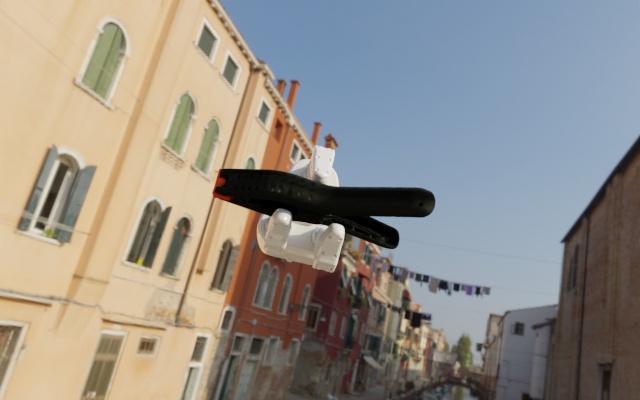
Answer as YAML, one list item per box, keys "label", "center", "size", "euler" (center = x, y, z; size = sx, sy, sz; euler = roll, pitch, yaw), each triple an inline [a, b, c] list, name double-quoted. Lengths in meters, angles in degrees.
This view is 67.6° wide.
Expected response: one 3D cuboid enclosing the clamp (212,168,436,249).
- label: "clamp"
  center: [0.000, 0.001, 0.465]
  size: [0.210, 0.036, 0.164]
  euler: [14, -18, -5]
